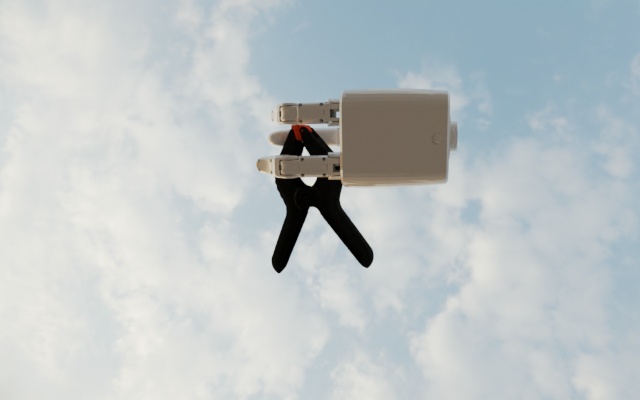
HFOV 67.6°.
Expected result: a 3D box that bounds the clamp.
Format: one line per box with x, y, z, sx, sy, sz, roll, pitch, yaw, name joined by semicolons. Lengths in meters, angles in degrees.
0.000;0.001;0.528;0.120;0.171;0.039;1;11;14;clamp
